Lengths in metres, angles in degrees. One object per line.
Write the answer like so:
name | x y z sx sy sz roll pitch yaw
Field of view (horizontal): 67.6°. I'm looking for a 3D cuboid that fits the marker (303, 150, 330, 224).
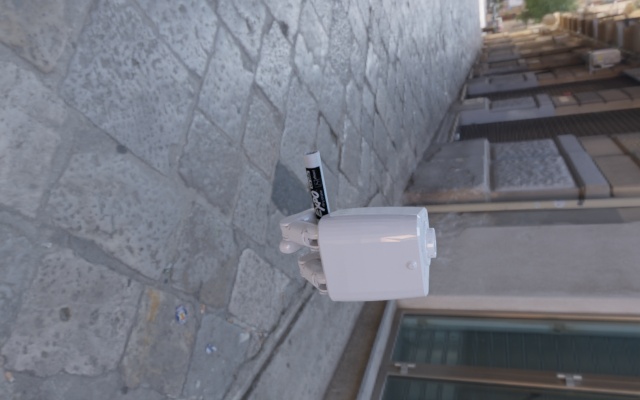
marker | 0.000 0.002 0.554 0.020 0.121 0.020 -10 20 4
